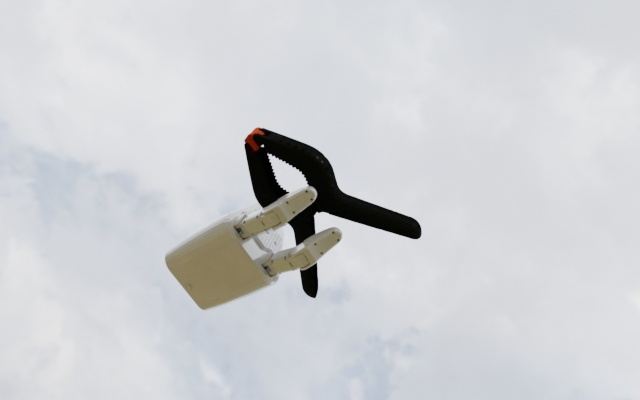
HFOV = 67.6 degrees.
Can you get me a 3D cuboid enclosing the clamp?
[{"bbox_3d":[0.000,0.001,0.529,0.164,0.210,0.036,-27,17,21],"label":"clamp"}]
